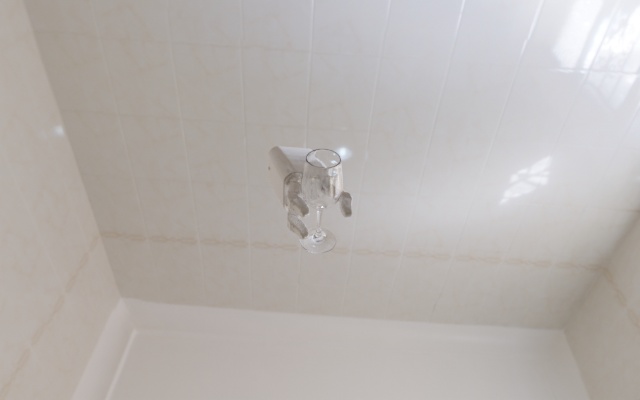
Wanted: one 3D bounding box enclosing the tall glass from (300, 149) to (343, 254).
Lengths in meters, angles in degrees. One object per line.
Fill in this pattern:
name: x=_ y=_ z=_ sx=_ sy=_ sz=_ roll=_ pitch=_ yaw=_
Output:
tall glass: x=0.000 y=0.004 z=0.897 sx=0.079 sy=0.201 sz=0.079 roll=2 pitch=40 yaw=-2
